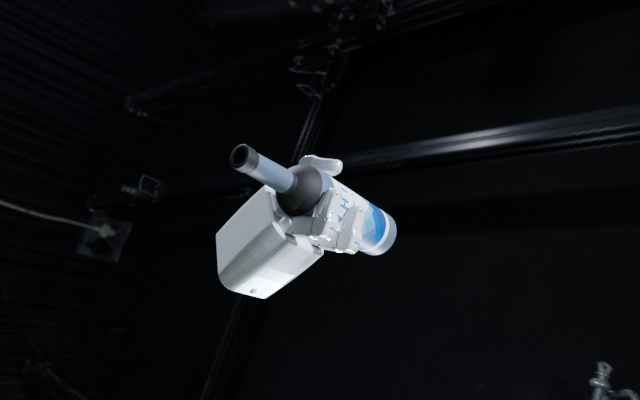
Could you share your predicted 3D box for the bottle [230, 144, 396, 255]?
[{"bbox_3d":[0.000,0.002,0.599,0.069,0.069,0.296,0,-19,37],"label":"bottle"}]
